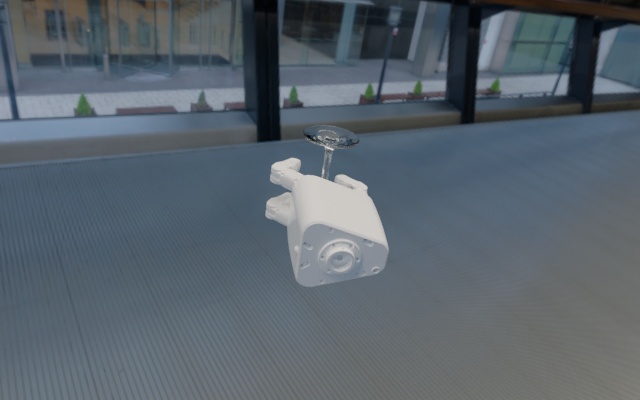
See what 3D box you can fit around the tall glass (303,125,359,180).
[{"bbox_3d":[0.000,0.002,0.669,0.079,0.201,0.079,7,29,-4],"label":"tall glass"}]
